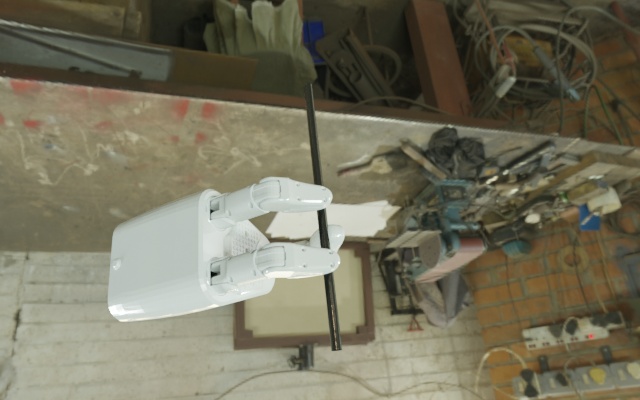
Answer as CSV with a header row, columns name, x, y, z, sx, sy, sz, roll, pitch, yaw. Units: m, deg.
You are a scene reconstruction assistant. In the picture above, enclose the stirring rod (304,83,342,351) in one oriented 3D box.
name,x,y,z,sx,sy,sz,roll,pitch,yaw
stirring rod,0.000,0.001,0.401,0.011,0.239,0.011,-5,-24,-2
